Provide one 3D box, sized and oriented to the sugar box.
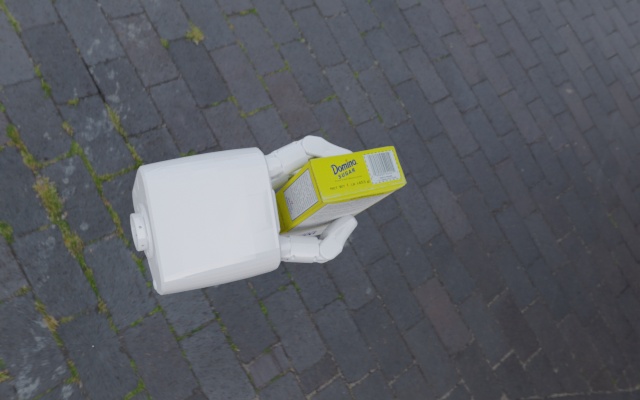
[{"bbox_3d":[0.000,0.001,0.493,0.093,0.048,0.176,-11,-10,-28],"label":"sugar box"}]
